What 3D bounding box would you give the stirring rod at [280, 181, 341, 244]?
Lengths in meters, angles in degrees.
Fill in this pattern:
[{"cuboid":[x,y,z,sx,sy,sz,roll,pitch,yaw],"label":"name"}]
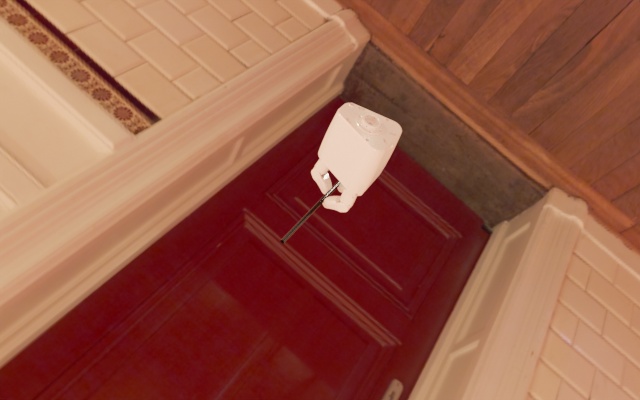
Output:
[{"cuboid":[0.000,0.003,0.878,0.011,0.011,0.239,0,34,40],"label":"stirring rod"}]
